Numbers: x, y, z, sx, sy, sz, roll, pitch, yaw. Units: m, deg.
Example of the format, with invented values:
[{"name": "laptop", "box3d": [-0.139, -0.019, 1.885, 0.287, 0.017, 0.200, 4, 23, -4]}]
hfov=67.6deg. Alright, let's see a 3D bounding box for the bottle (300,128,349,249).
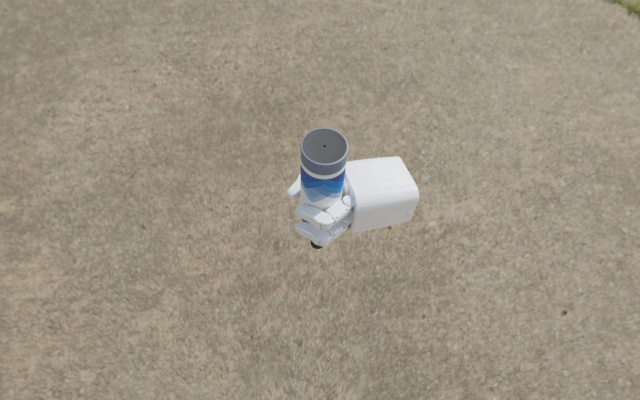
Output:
[{"name": "bottle", "box3d": [0.000, 0.002, 0.782, 0.069, 0.069, 0.296, 0, -32, -3]}]
